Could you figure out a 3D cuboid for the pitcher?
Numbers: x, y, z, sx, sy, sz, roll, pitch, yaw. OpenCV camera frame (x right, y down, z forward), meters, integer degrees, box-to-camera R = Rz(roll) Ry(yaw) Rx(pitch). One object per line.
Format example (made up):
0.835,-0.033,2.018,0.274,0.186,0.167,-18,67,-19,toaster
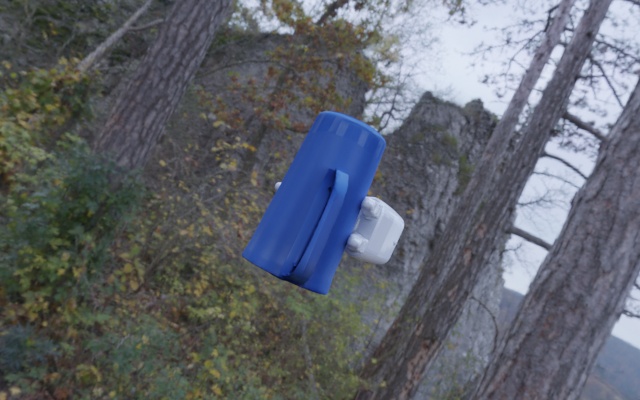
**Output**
0.000,0.002,0.673,0.149,0.243,0.145,23,-3,35,pitcher
